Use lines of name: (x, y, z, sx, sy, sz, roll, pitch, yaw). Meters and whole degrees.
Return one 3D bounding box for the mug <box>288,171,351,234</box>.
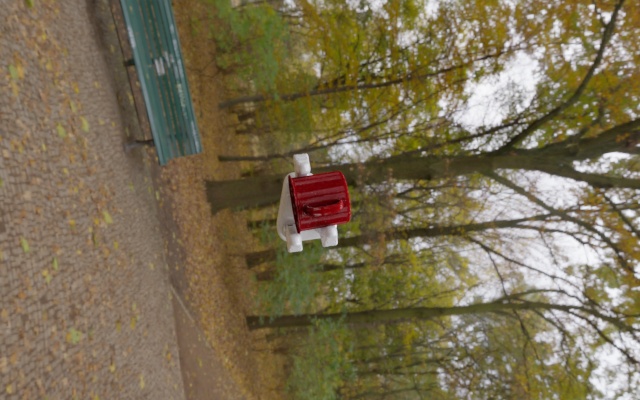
mug: (0.001, 0.002, 0.715, 0.081, 0.093, 0.117, -10, 10, -7)
